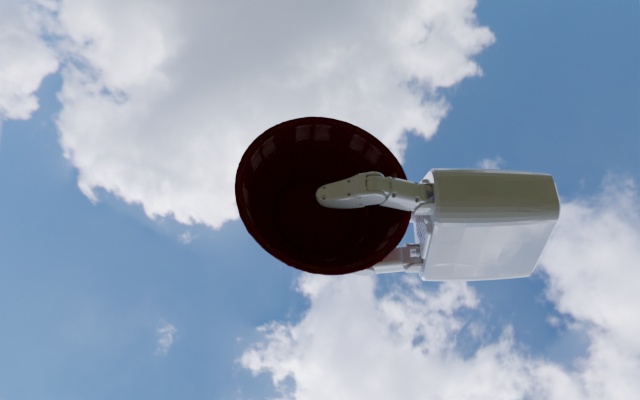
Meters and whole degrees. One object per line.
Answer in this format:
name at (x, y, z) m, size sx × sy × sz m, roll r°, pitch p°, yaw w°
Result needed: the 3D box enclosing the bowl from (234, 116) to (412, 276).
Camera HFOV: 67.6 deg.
bowl at (-0.001, 0.001, 0.449) m, size 0.162 × 0.162 × 0.055 m, roll 0°, pitch -28°, yaw -12°
